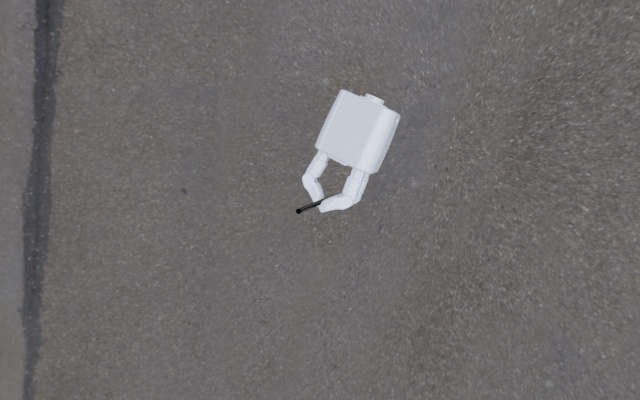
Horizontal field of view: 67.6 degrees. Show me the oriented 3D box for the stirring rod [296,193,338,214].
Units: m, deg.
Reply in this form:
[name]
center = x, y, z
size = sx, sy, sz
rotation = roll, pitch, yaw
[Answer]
[stirring rod]
center = 0.000, 0.003, 0.795
size = 0.011, 0.011, 0.239
rotation = 0, 6, 15
